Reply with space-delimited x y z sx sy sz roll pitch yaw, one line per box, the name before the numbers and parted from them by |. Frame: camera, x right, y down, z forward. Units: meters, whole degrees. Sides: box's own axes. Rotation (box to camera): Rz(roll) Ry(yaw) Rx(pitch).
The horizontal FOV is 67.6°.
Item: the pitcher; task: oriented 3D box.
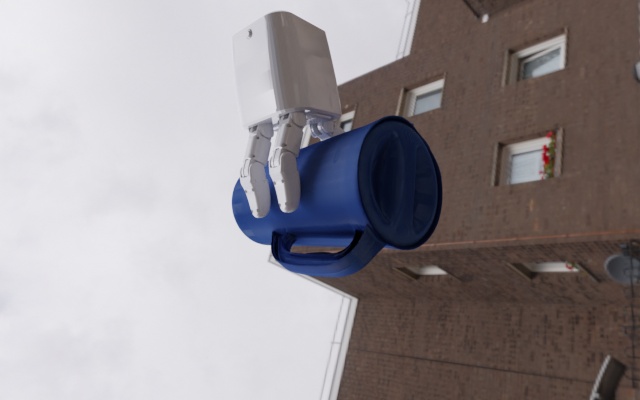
pitcher | 0.000 0.002 0.544 0.149 0.145 0.243 -9 0 -43
